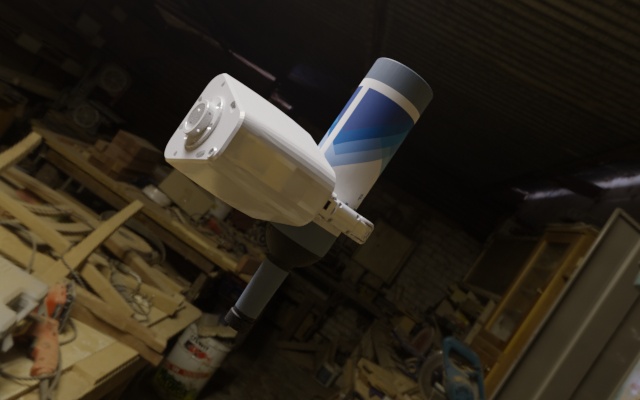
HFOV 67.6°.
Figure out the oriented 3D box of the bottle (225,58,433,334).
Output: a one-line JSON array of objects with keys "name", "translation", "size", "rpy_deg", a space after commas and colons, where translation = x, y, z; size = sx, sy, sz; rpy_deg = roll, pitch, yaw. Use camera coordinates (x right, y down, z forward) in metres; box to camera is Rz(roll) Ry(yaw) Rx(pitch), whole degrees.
[{"name": "bottle", "translation": [0.000, 0.001, 0.469], "size": [0.069, 0.295, 0.069], "rpy_deg": [34, -1, 0]}]
